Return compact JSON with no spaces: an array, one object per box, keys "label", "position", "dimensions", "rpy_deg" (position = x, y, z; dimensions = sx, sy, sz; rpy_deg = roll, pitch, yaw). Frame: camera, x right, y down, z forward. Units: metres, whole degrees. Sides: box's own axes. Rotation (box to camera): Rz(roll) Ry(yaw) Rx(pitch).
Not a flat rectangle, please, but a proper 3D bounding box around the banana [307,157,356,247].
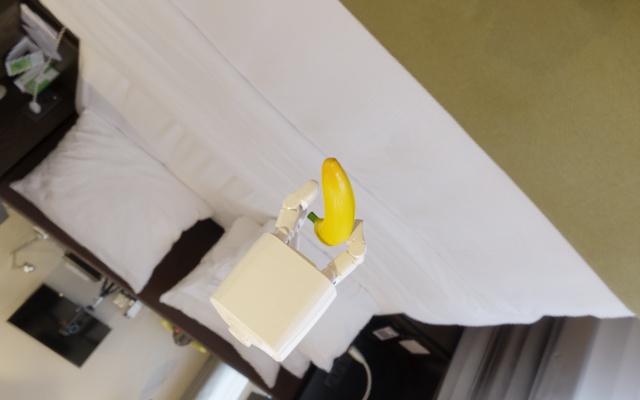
[{"label":"banana","position":[0.013,0.016,0.584],"dimensions":[0.037,0.069,0.198],"rpy_deg":[-42,-10,-21]}]
